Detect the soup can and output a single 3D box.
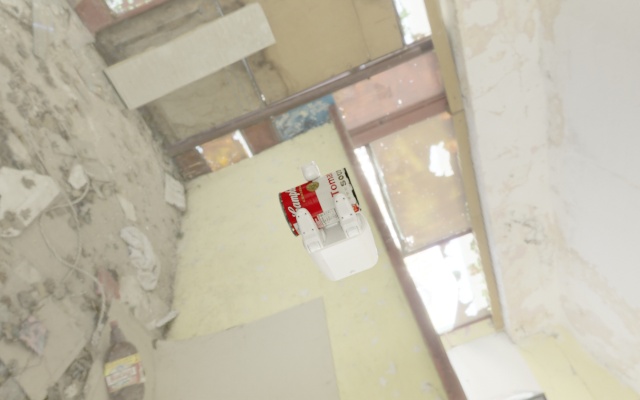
[{"bbox_3d":[0.000,0.002,0.675,0.102,0.068,0.068,-21,-2,4],"label":"soup can"}]
